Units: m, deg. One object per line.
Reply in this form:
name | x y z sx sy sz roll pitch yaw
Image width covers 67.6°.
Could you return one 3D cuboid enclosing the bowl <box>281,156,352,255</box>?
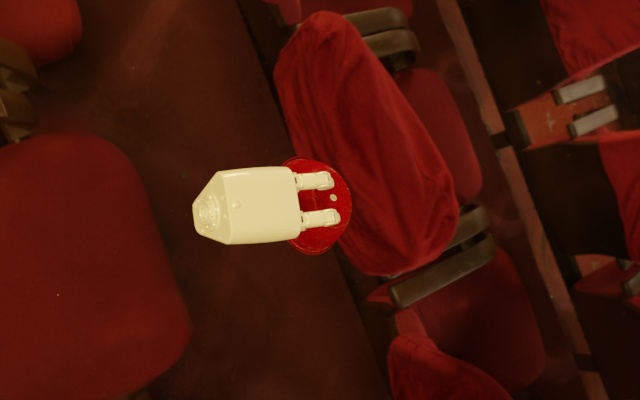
bowl | 0.001 0.002 0.757 0.055 0.162 0.162 -14 -10 41
